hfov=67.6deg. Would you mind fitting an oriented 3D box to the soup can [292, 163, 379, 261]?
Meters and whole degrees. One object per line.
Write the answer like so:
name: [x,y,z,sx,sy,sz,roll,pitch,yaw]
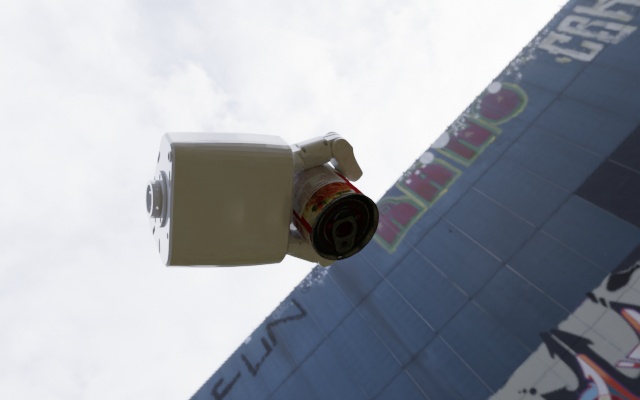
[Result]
soup can: [0.000,0.001,0.457,0.068,0.068,0.102,0,27,-31]
